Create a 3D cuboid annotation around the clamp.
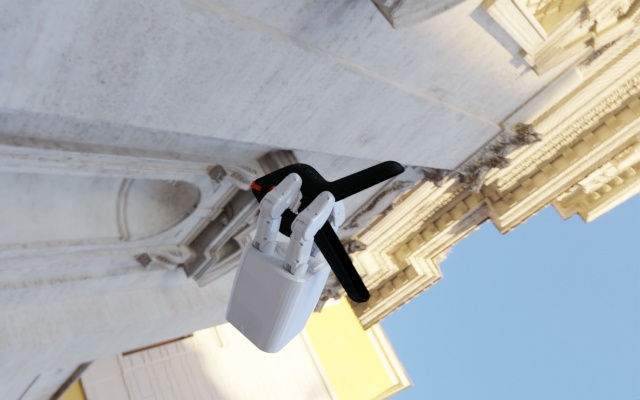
[{"bbox_3d":[0.000,0.002,0.575,0.210,0.164,0.036,30,18,33],"label":"clamp"}]
